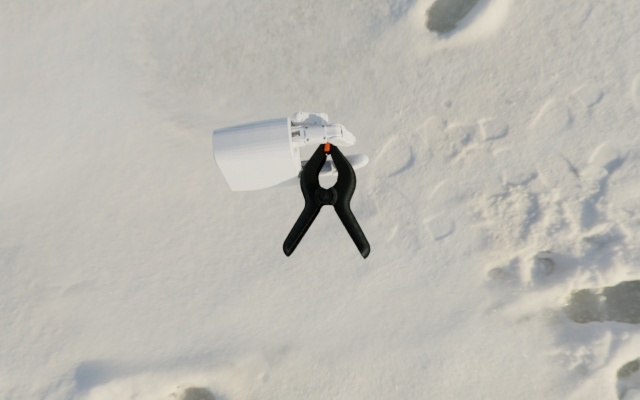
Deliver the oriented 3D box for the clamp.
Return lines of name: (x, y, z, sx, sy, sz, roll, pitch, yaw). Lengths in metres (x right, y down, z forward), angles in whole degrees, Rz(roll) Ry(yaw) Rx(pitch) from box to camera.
clamp: (0.000, 0.002, 0.662, 0.120, 0.171, 0.039, -7, -11, 3)
